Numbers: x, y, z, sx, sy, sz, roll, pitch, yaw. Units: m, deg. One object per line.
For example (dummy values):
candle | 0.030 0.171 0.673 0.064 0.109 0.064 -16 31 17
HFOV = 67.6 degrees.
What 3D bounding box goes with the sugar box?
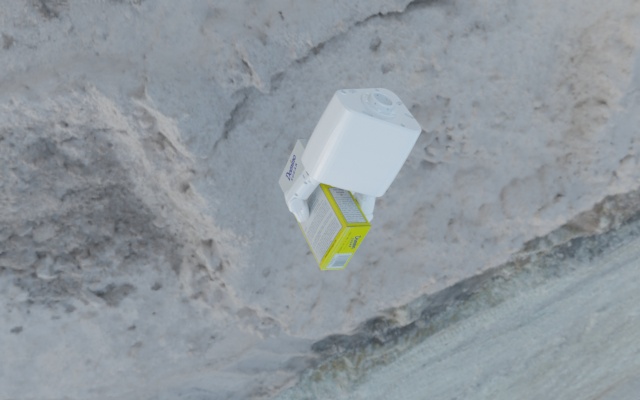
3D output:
sugar box | 0.001 0.002 0.678 0.048 0.176 0.093 2 -45 -31
